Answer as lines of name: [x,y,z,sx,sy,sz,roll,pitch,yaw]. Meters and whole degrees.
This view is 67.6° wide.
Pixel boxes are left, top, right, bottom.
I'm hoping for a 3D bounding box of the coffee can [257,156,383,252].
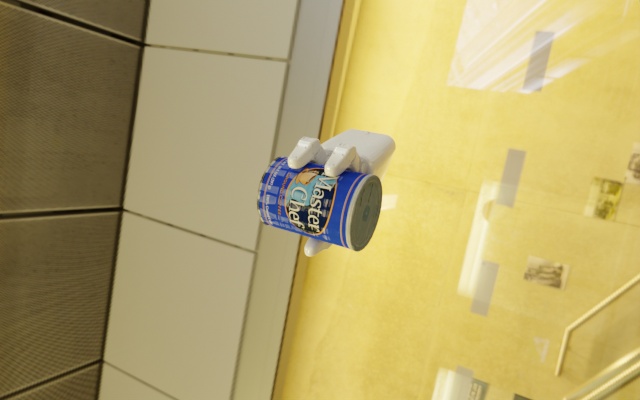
coffee can: [0.000,0.002,0.649,0.140,0.103,0.103,14,6,25]
